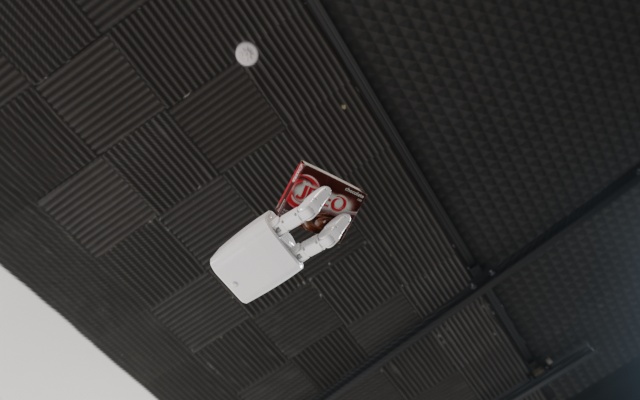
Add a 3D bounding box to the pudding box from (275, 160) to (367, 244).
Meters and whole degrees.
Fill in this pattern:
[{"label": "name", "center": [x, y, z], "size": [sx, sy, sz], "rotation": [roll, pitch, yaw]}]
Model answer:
[{"label": "pudding box", "center": [0.000, 0.002, 0.729], "size": [0.113, 0.090, 0.039], "rotation": [24, 13, -21]}]
